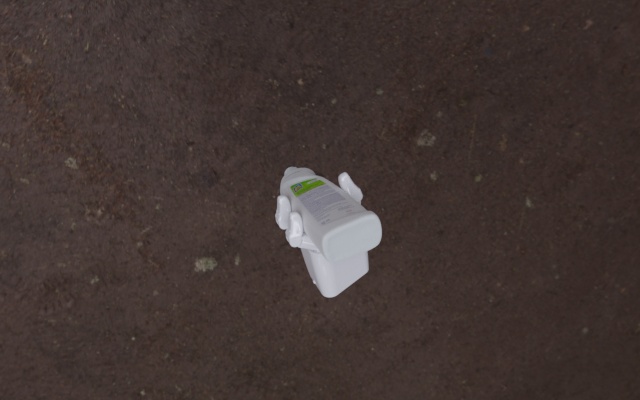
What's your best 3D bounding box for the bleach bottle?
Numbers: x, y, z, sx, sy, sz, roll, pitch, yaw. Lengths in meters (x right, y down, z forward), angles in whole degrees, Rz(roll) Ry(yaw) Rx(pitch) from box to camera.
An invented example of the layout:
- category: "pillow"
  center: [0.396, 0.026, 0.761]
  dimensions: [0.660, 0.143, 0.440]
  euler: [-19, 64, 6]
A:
- category: "bleach bottle"
  center: [0.000, 0.003, 0.810]
  dimensions: [0.102, 0.068, 0.250]
  euler: [-21, 34, -14]
